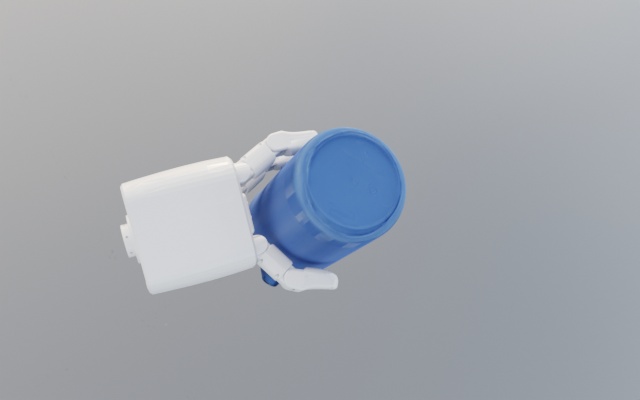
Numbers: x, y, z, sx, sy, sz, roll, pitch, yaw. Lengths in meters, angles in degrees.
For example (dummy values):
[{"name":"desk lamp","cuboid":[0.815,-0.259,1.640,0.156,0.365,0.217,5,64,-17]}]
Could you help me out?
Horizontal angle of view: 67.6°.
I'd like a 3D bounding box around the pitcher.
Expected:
[{"name":"pitcher","cuboid":[0.000,0.002,0.532,0.145,0.149,0.243,-15,-9,-20]}]
